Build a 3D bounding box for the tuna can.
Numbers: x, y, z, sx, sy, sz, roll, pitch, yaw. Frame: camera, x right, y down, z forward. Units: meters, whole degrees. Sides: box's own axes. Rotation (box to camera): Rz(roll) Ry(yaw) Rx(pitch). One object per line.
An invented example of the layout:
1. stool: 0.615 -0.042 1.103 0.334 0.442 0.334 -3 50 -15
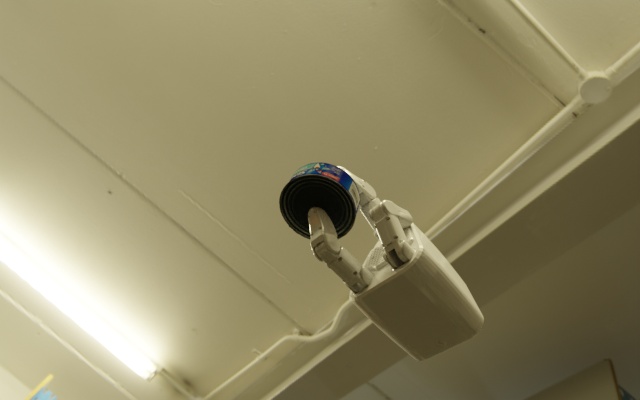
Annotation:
1. tuna can: 0.000 0.001 0.528 0.086 0.086 0.033 0 31 17
